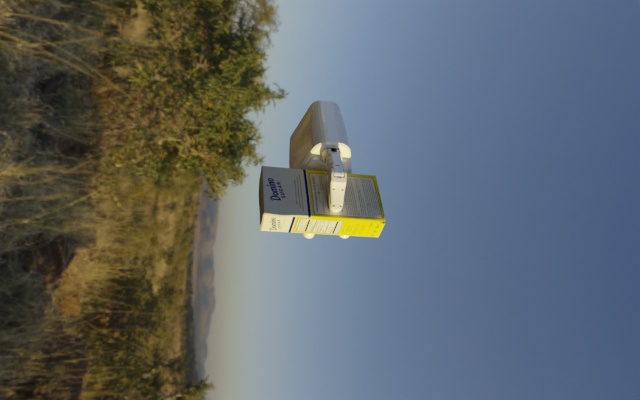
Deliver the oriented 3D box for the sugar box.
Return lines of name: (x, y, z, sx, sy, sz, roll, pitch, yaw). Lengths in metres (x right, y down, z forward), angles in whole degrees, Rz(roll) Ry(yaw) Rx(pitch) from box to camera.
sugar box: (0.000, 0.003, 0.693, 0.176, 0.093, 0.048, 3, -41, -12)
